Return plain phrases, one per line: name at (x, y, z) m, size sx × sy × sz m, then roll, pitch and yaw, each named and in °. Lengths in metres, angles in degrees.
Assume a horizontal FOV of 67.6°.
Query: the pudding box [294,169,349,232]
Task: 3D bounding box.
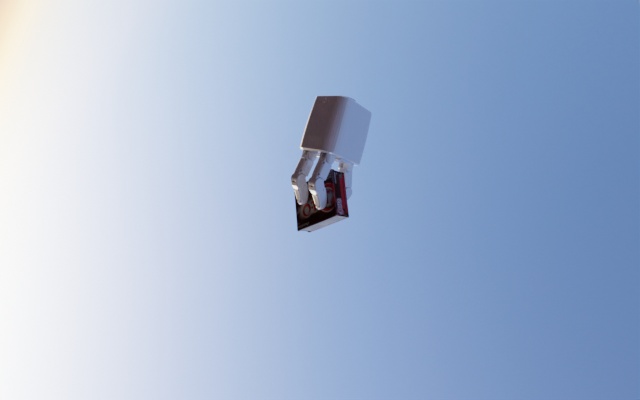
pudding box at (0.000, 0.003, 0.898) m, size 0.039 × 0.090 × 0.113 m, roll 12°, pitch -26°, yaw -38°
